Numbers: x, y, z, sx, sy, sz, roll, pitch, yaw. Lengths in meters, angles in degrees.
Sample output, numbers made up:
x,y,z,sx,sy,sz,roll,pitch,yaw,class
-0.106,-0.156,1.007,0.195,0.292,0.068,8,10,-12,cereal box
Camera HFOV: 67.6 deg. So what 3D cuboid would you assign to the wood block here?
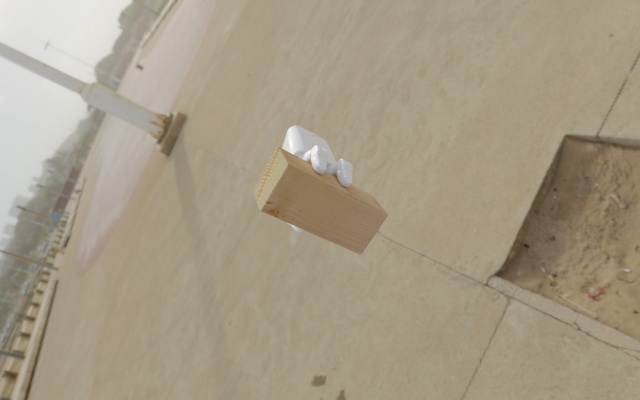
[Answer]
x,y,z,sx,sy,sz,roll,pitch,yaw,class
0.000,0.003,0.820,0.206,0.091,0.090,25,16,-26,wood block
